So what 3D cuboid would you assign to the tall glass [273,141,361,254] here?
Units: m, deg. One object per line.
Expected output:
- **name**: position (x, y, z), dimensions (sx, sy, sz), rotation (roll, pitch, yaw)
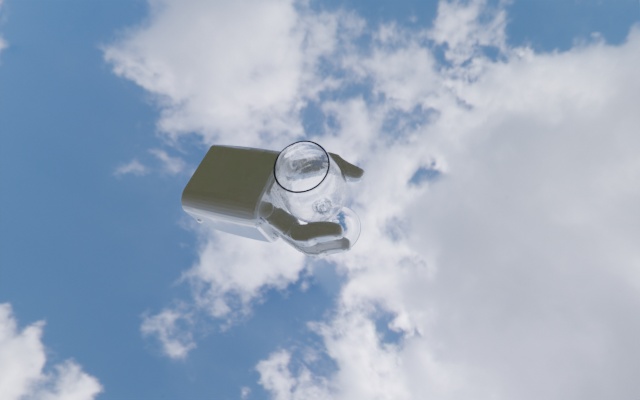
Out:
- **tall glass**: position (0.000, 0.002, 0.591), dimensions (0.079, 0.079, 0.201), rotation (0, -23, 13)
